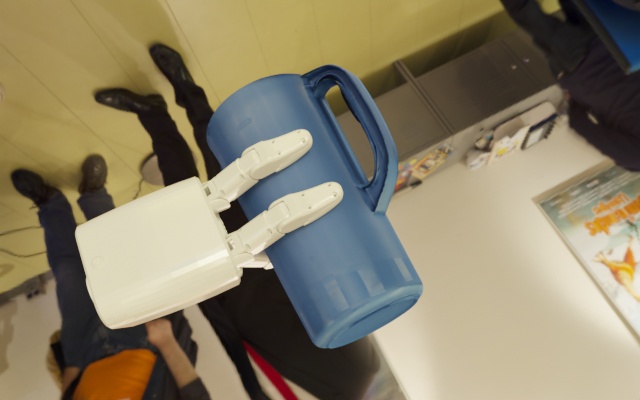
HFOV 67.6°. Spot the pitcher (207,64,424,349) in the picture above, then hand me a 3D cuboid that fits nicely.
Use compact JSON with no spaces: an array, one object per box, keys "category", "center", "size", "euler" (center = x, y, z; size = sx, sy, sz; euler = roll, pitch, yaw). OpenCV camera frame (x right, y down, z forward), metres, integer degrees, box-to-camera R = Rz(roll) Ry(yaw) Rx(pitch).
[{"category":"pitcher","center":[0.000,0.002,0.451],"size":[0.145,0.242,0.149],"euler":[-22,-25,-15]}]
